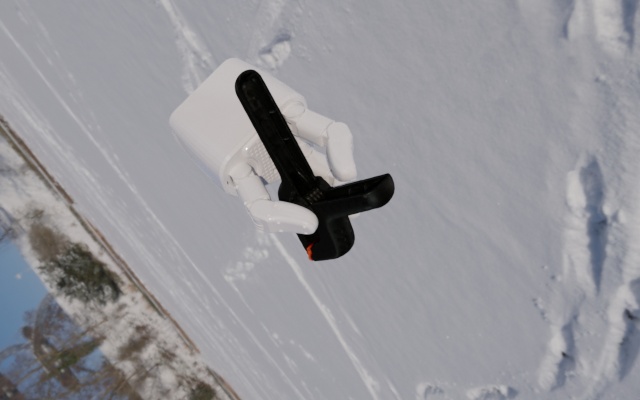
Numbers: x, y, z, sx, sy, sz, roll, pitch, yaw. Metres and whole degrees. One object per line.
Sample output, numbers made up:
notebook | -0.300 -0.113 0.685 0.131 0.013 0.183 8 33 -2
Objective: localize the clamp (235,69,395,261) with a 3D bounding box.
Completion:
clamp | -0.001 0.002 0.425 0.036 0.210 0.164 -38 56 -20
